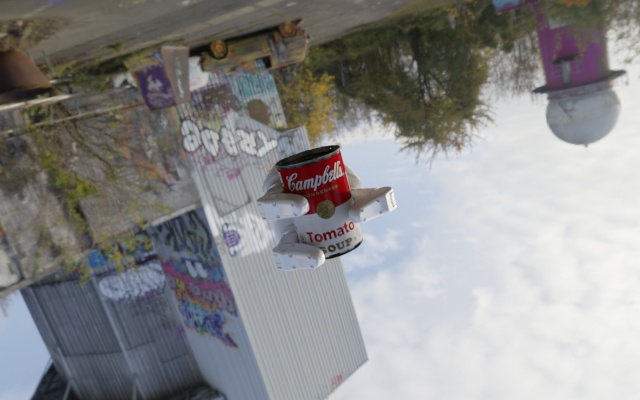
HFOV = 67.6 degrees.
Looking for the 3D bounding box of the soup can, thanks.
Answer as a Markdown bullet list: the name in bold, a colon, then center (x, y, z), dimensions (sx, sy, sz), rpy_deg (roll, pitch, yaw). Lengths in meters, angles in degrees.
- **soup can**: center (0.000, 0.002, 0.491), dimensions (0.068, 0.102, 0.068), rpy_deg (-15, 15, 4)
